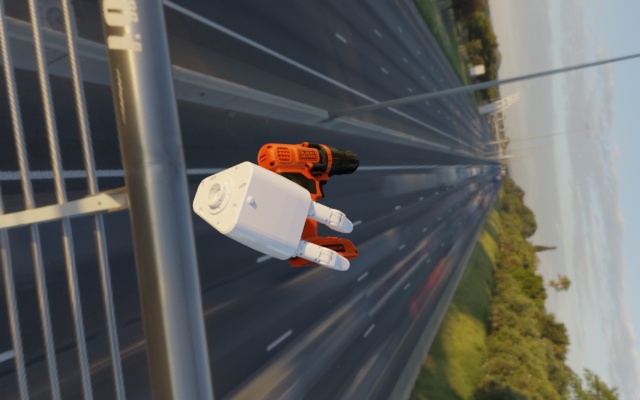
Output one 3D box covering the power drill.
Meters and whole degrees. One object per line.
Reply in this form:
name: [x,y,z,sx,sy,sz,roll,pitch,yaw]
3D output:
power drill: [0.000,0.003,0.732,0.184,0.187,0.057,-1,-18,-36]
